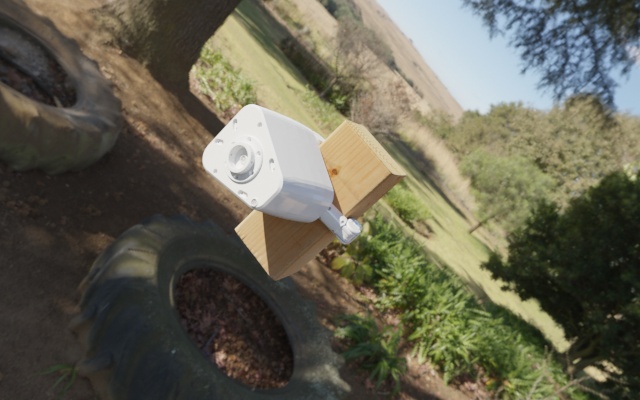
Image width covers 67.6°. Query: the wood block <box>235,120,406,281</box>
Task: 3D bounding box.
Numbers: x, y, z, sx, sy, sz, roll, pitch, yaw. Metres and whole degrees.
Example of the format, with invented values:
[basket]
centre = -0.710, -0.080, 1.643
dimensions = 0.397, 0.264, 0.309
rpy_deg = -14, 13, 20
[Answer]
[wood block]
centre = 0.000, 0.002, 0.629
dimensions = 0.206, 0.091, 0.090
rpy_deg = -43, -12, 17
